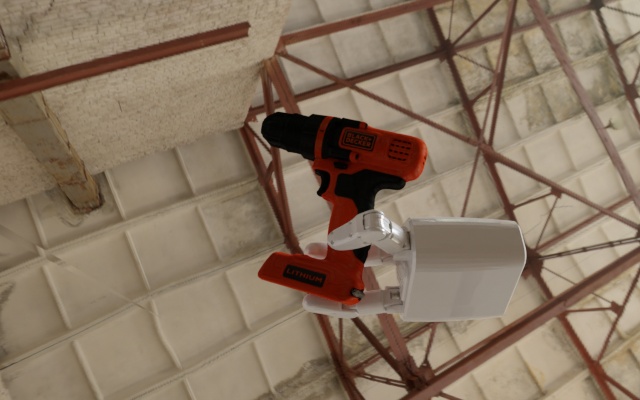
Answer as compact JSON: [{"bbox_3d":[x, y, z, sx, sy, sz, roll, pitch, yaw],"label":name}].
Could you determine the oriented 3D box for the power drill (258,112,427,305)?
[{"bbox_3d":[0.000,0.002,0.495,0.184,0.187,0.057,14,-10,19],"label":"power drill"}]
